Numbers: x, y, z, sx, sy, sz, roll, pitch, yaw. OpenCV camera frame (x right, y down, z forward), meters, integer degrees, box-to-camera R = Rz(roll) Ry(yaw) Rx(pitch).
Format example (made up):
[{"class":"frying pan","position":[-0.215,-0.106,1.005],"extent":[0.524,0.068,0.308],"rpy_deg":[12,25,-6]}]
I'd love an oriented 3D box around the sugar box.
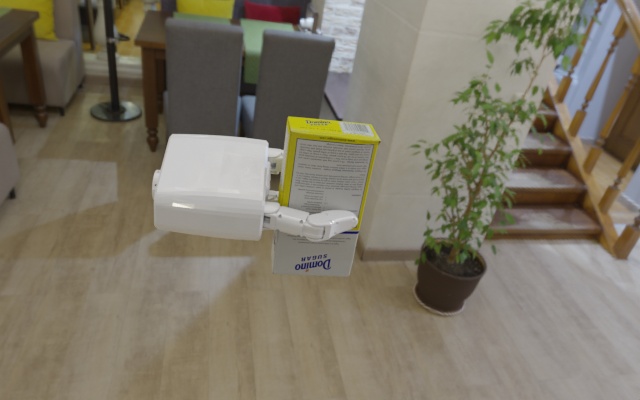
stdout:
[{"class":"sugar box","position":[0.000,0.001,0.522],"extent":[0.093,0.176,0.048],"rpy_deg":[4,32,-11]}]
